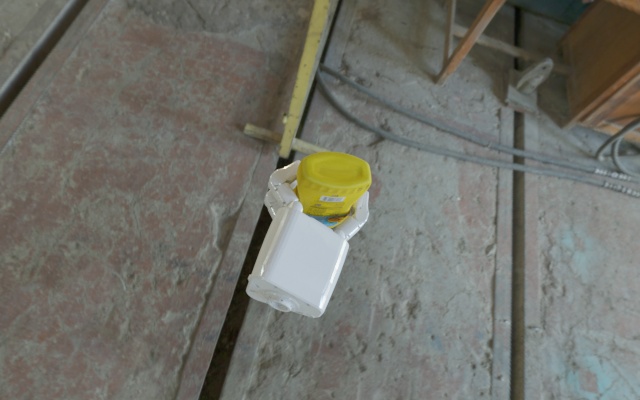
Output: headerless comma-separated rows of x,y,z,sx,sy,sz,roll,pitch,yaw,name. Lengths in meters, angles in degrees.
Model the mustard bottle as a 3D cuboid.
0.000,0.002,0.698,0.096,0.058,0.192,2,-27,-14,mustard bottle
